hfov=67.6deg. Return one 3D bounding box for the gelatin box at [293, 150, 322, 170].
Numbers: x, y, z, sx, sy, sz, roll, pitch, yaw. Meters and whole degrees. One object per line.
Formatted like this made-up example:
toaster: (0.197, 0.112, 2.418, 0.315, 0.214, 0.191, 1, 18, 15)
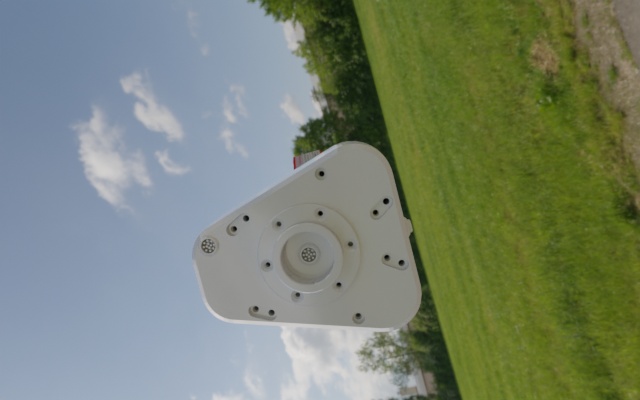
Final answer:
gelatin box: (0.000, 0.001, 0.410, 0.030, 0.073, 0.089, -16, 16, 0)
